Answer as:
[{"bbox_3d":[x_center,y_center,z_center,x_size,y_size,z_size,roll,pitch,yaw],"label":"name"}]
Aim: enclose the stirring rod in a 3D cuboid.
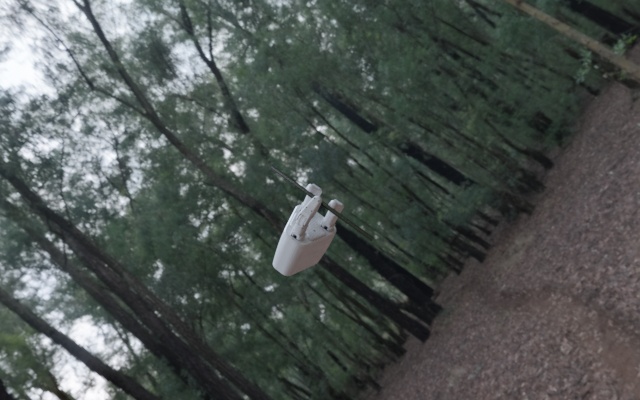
[{"bbox_3d":[0.000,0.003,0.900,0.239,0.011,0.011,36,9,13],"label":"stirring rod"}]
